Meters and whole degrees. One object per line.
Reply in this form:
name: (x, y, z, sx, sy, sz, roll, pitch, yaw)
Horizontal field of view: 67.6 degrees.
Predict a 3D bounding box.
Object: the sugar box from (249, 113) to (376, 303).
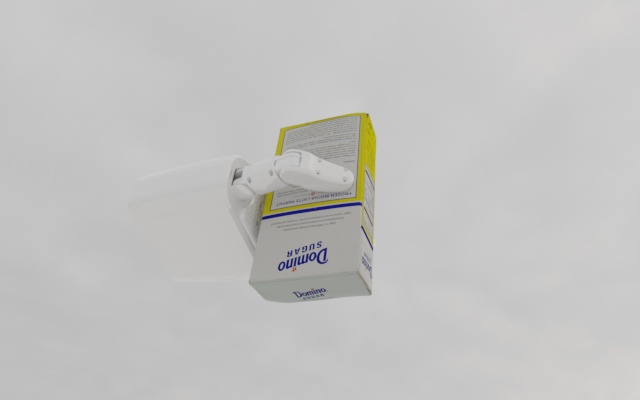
sugar box: (0.000, 0.002, 0.424, 0.093, 0.176, 0.048, -8, -38, 20)
